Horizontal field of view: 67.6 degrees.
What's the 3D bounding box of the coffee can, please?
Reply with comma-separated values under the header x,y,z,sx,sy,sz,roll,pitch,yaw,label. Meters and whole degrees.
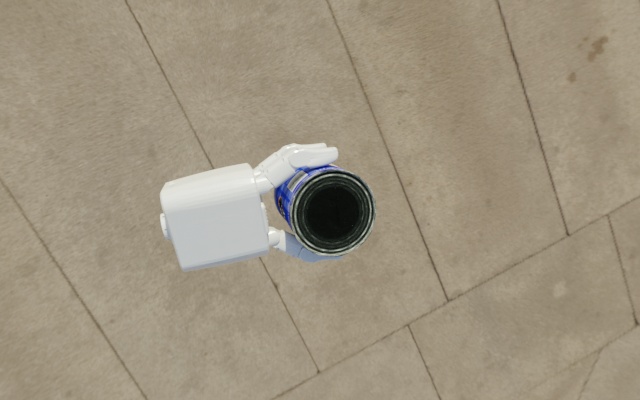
x,y,z,sx,sy,sz,roll,pitch,yaw,label
0.000,0.002,0.607,0.103,0.103,0.140,0,11,-13,coffee can
